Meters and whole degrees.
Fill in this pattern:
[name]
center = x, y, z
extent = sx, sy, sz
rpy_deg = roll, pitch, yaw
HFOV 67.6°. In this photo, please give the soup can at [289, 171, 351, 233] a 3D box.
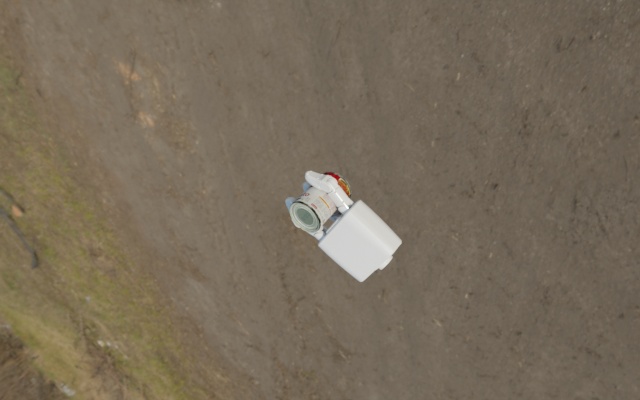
[soup can]
center = 0.000, 0.003, 0.857
extent = 0.068, 0.068, 0.102
rpy_deg = 0, 34, 43
